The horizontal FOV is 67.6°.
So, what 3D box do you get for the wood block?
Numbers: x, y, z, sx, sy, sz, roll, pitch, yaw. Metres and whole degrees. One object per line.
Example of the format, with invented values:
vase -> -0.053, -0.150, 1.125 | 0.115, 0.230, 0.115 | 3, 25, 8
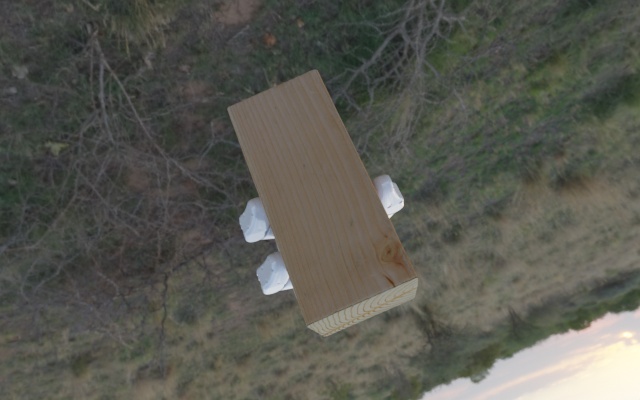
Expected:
wood block -> 0.000, 0.002, 0.425 | 0.091, 0.206, 0.090 | -23, -23, 0
